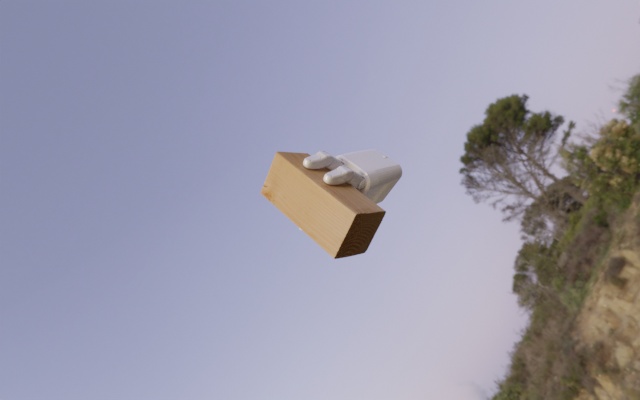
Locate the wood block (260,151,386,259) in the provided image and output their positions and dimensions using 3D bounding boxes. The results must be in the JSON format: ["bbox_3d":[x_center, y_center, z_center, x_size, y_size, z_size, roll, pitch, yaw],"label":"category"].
[{"bbox_3d":[0.000,0.003,0.845,0.090,0.091,0.206,-4,34,-49],"label":"wood block"}]
